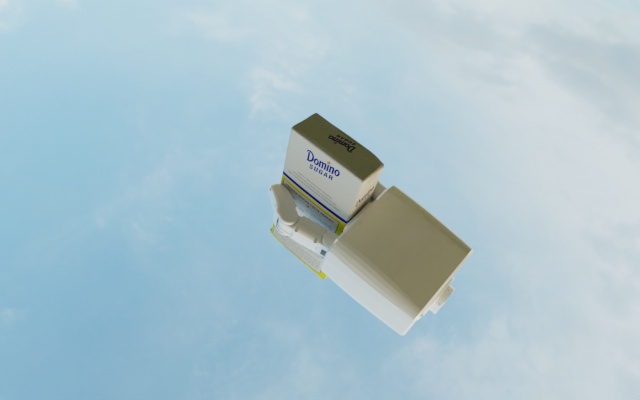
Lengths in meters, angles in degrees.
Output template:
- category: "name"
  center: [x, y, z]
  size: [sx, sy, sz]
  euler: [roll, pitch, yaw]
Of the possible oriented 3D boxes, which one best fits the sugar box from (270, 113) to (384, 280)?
- category: "sugar box"
  center: [0.001, 0.002, 0.519]
  size: [0.093, 0.176, 0.048]
  euler: [39, 50, 17]
